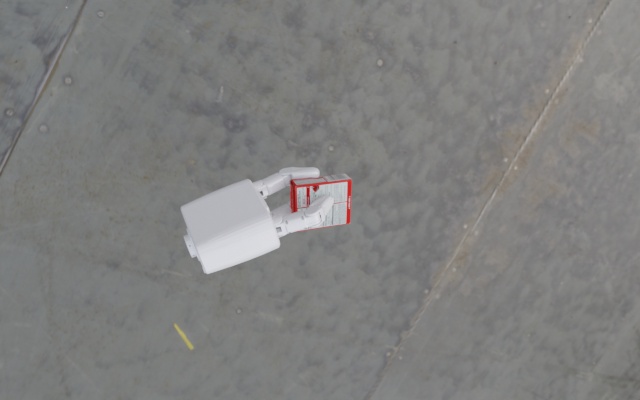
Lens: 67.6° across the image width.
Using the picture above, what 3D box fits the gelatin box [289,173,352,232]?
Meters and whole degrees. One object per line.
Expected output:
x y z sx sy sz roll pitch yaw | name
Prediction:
0.001 0.002 0.701 0.089 0.073 0.030 -8 25 -16 | gelatin box
